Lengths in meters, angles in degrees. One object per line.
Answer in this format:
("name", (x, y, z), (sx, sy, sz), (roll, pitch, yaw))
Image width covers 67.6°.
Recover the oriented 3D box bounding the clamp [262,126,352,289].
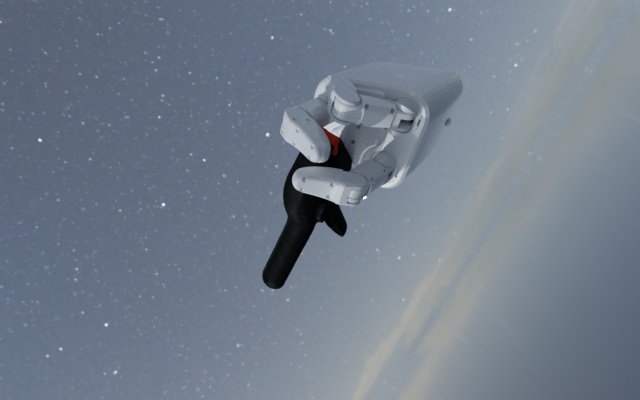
("clamp", (0.000, 0.001, 0.466), (0.039, 0.172, 0.120), (32, 39, 18))
